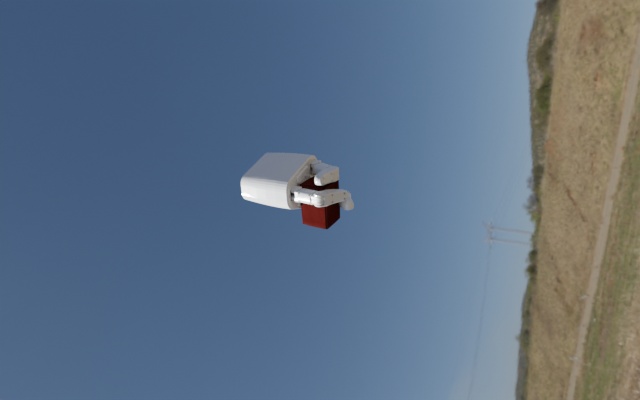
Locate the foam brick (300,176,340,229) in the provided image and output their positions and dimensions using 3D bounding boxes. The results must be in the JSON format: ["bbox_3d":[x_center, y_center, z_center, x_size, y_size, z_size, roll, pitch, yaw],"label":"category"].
[{"bbox_3d":[0.000,0.003,0.846,0.051,0.078,0.053,8,23,28],"label":"foam brick"}]
